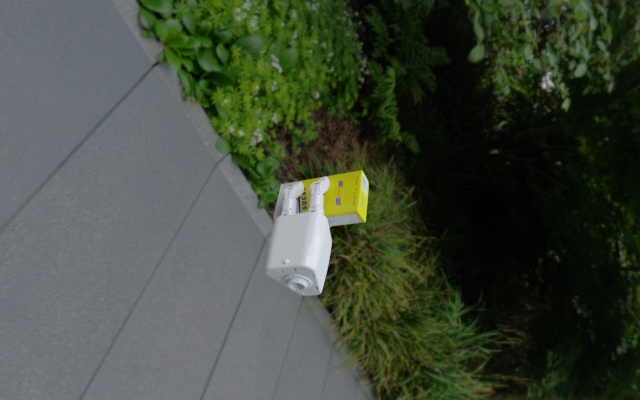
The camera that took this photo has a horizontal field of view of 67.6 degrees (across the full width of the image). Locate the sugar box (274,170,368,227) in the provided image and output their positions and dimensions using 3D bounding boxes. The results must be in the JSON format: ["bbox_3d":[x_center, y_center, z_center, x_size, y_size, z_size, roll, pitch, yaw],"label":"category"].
[{"bbox_3d":[0.000,0.003,0.899,0.176,0.093,0.048,-8,-37,23],"label":"sugar box"}]
